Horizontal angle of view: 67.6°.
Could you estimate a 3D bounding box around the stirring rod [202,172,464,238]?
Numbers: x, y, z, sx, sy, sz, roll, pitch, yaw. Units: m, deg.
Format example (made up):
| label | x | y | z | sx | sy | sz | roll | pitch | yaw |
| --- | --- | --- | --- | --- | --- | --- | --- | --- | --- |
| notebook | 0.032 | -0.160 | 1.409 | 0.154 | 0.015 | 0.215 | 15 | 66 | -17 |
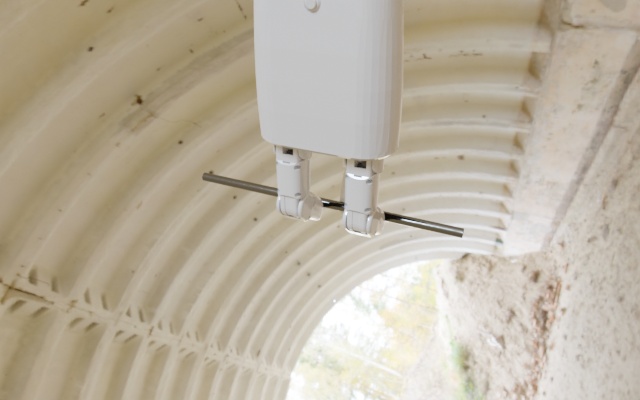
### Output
| label | x | y | z | sx | sy | sz | roll | pitch | yaw |
| --- | --- | --- | --- | --- | --- | --- | --- | --- | --- |
| stirring rod | 0.000 | 0.001 | 0.411 | 0.239 | 0.011 | 0.011 | 12 | 4 | 21 |
